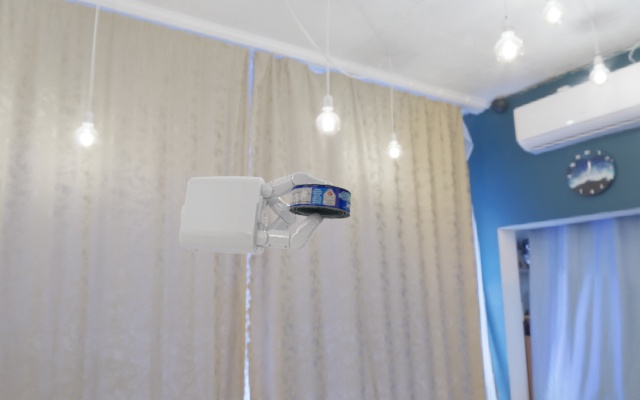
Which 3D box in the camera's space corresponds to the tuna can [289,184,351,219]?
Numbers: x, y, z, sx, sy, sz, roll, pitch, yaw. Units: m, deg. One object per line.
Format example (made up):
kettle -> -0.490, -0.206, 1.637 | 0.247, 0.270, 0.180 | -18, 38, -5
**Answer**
tuna can -> 0.000, 0.002, 0.668 | 0.086, 0.033, 0.086 | 5, -11, 1
